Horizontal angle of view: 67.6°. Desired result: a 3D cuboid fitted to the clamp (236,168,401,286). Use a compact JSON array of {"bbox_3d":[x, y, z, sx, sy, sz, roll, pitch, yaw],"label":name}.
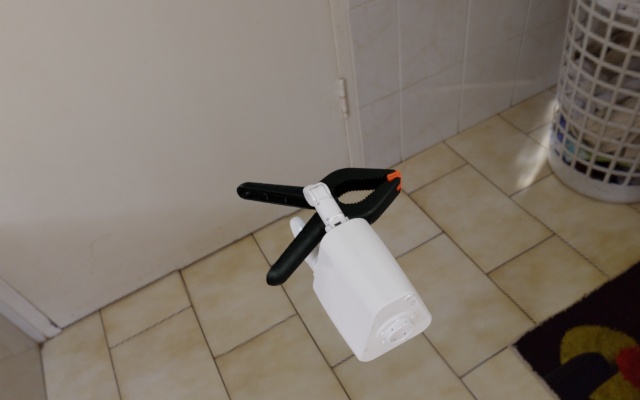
[{"bbox_3d":[0.001,0.001,0.602,0.210,0.036,0.164,-25,50,-12],"label":"clamp"}]
